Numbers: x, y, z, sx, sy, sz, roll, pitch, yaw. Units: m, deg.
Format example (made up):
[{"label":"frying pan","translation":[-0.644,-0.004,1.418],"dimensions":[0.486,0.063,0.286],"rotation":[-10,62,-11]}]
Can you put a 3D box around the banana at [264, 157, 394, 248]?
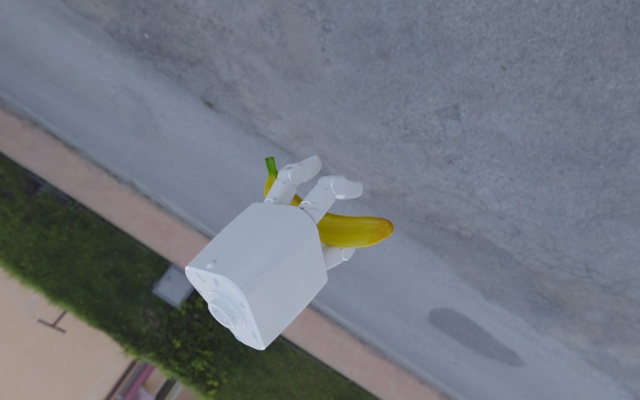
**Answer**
[{"label":"banana","translation":[-0.004,0.016,0.565],"dimensions":[0.197,0.070,0.037],"rotation":[29,38,30]}]
